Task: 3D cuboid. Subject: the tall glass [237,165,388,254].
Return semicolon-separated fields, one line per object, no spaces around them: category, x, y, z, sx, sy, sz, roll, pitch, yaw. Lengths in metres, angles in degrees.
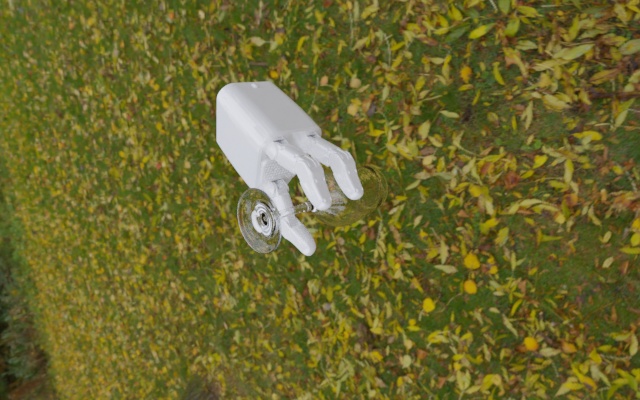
tall glass;0.000;0.002;0.590;0.079;0.079;0.201;0;12;45
